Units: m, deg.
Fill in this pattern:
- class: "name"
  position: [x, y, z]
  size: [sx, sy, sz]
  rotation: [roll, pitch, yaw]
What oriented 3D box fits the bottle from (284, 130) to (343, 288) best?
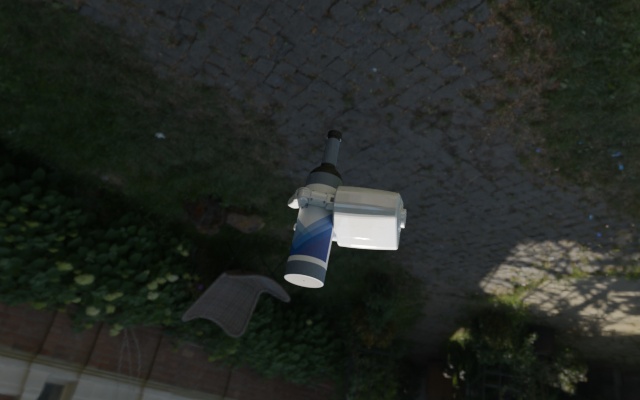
- class: "bottle"
  position: [0.000, 0.003, 0.849]
  size: [0.069, 0.295, 0.069]
  rotation: [10, -25, 5]
